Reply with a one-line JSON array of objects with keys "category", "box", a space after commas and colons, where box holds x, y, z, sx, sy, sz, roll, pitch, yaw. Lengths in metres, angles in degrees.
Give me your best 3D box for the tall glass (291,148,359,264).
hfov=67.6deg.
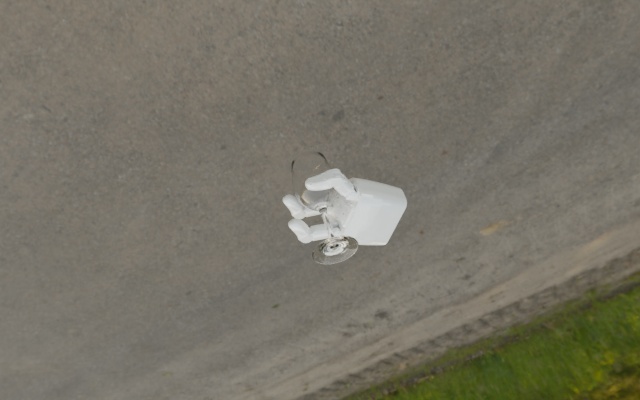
[{"category": "tall glass", "box": [0.000, 0.003, 0.798, 0.079, 0.201, 0.079, -11, -38, -9]}]
